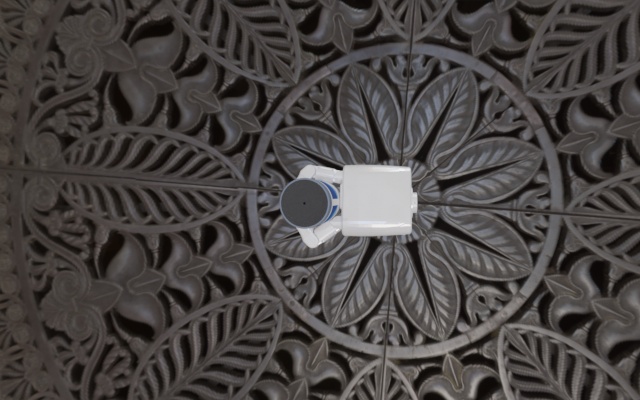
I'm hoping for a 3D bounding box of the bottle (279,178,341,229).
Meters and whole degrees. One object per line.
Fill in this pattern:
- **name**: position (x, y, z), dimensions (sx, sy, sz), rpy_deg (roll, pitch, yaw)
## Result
- **bottle**: position (0.000, 0.002, 0.762), dimensions (0.069, 0.069, 0.295), rpy_deg (0, 0, 8)
